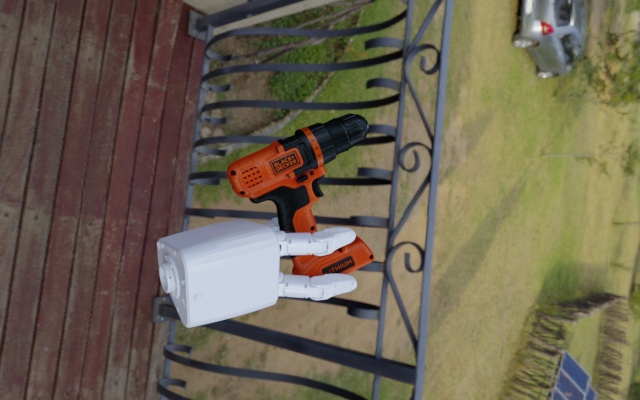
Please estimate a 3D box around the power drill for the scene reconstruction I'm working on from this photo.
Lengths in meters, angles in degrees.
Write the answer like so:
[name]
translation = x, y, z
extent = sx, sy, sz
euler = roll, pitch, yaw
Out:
[power drill]
translation = 0.000, 0.002, 0.596
extent = 0.184, 0.188, 0.057
euler = -25, 13, -10
